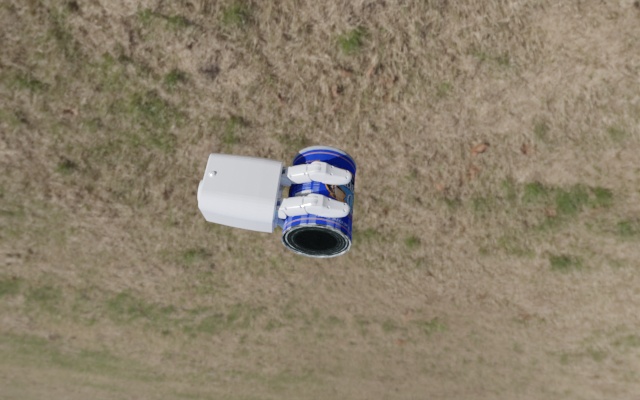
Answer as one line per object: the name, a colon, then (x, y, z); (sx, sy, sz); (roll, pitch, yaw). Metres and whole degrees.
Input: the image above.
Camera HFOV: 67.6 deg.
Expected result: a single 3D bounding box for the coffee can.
coffee can: (0.000, 0.002, 0.728); (0.103, 0.140, 0.103); (4, -32, 3)
